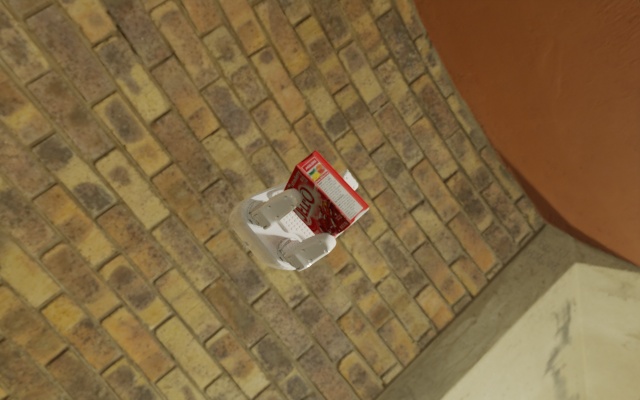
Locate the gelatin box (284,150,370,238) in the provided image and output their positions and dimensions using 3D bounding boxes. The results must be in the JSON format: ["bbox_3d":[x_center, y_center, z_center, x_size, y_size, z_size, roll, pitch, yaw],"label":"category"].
[{"bbox_3d":[0.000,0.001,0.466,0.030,0.073,0.089,-41,-4,-24],"label":"gelatin box"}]
